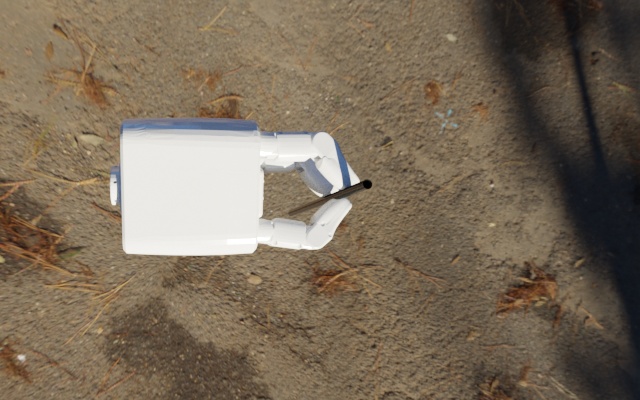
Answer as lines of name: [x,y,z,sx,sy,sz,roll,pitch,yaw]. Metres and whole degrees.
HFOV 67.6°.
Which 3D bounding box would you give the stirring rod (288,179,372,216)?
stirring rod: [0.000,0.002,0.487,0.011,0.011,0.239,0,-7,-18]
